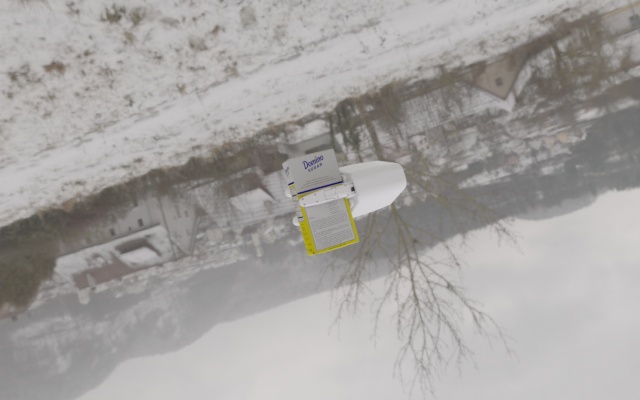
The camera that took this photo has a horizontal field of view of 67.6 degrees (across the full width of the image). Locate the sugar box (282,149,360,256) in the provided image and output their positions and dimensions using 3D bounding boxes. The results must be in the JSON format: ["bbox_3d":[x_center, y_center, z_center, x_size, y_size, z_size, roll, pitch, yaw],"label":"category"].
[{"bbox_3d":[0.000,0.003,0.863,0.093,0.176,0.048,-15,-3,-22],"label":"sugar box"}]
